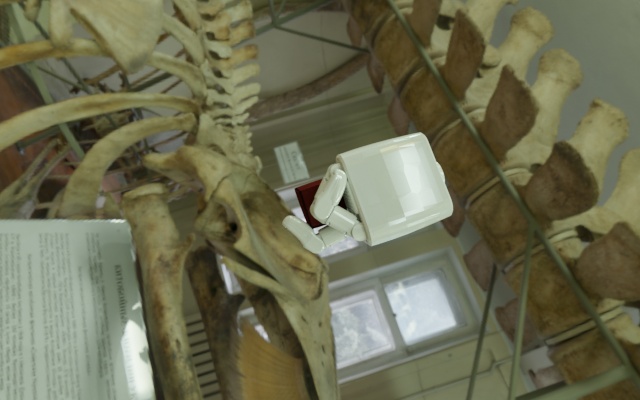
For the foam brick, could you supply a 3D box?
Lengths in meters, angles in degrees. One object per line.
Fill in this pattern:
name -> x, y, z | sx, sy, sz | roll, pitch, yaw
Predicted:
foam brick -> 0.000, 0.002, 0.625 | 0.051, 0.053, 0.078 | -20, 7, -5
